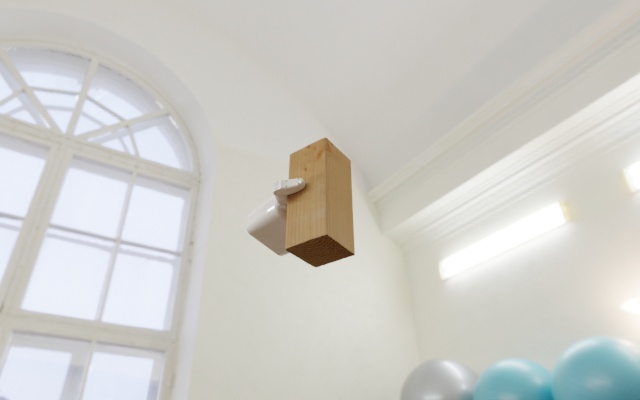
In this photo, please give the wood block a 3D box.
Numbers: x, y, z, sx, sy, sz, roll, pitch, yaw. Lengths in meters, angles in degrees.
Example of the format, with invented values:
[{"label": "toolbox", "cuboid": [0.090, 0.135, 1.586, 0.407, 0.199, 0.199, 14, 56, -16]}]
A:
[{"label": "wood block", "cuboid": [0.000, 0.003, 0.869, 0.090, 0.206, 0.091, -22, -39, 29]}]
